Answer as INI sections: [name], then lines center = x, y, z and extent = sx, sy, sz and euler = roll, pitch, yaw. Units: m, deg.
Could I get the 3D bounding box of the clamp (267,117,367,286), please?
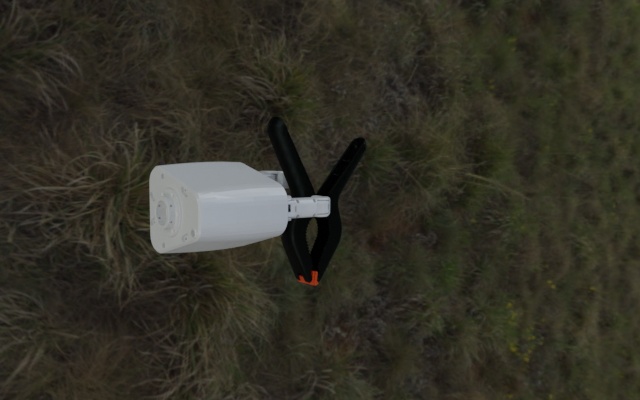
[clamp]
center = 0.000, 0.003, 0.622
extent = 0.164, 0.210, 0.036
euler = -4, 6, -42
